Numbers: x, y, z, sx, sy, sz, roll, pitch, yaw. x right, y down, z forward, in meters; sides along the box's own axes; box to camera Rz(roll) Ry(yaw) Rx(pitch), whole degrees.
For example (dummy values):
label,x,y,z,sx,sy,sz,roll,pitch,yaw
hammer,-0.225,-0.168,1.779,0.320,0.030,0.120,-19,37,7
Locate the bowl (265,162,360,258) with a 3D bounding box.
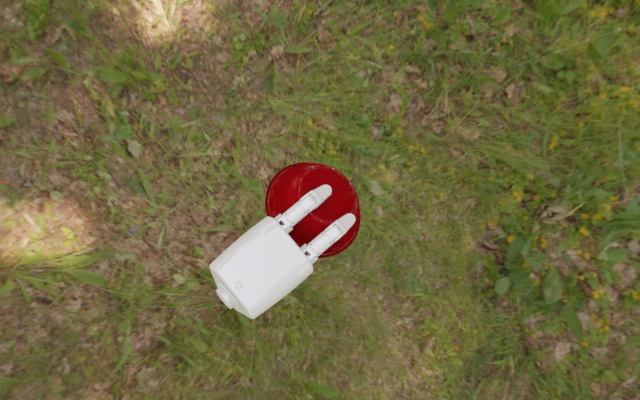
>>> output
label,x,y,z,sx,sy,sz,roll,pitch,yaw
bowl,0.001,0.001,0.729,0.162,0.162,0.055,0,-24,-25
